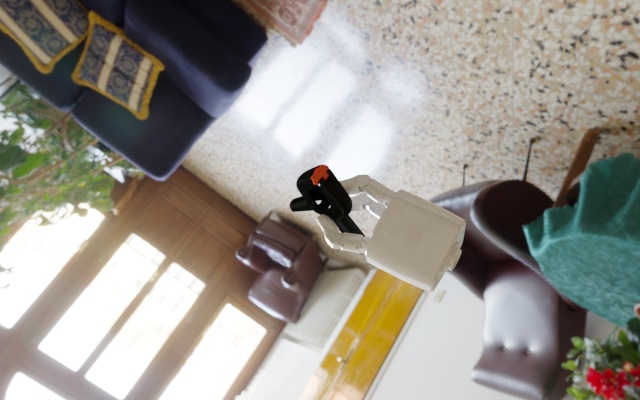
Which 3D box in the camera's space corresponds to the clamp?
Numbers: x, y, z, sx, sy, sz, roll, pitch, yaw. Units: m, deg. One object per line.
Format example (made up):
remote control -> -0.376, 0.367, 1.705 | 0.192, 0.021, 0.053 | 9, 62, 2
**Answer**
clamp -> 0.000, 0.003, 0.752 | 0.164, 0.036, 0.210 | 27, -21, 24
